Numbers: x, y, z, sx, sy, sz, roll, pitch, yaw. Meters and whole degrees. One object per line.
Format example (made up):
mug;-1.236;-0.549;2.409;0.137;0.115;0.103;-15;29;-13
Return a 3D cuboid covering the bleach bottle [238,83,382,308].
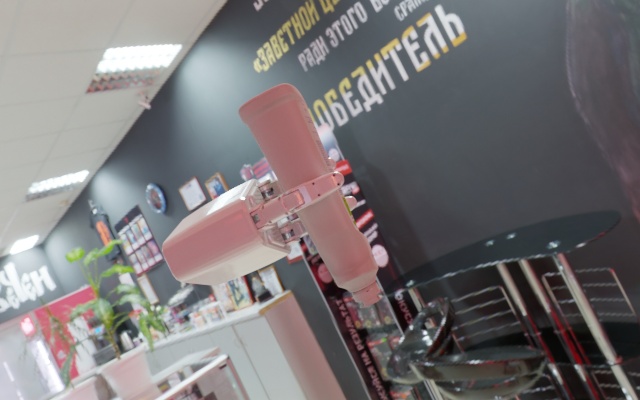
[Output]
bleach bottle;0.000;0.002;0.529;0.068;0.251;0.102;-27;-2;9
